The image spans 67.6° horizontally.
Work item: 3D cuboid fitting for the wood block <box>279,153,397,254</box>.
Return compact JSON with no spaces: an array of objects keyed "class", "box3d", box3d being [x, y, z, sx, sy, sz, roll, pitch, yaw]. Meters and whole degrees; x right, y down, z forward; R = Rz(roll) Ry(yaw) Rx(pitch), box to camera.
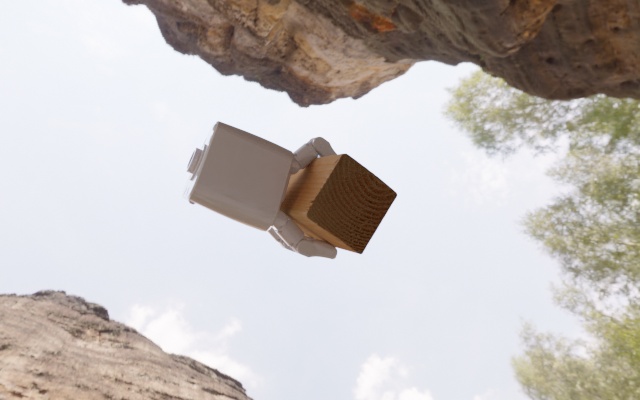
[{"class":"wood block","box3d":[0.000,0.002,0.651,0.090,0.091,0.206,36,-11,-19]}]
